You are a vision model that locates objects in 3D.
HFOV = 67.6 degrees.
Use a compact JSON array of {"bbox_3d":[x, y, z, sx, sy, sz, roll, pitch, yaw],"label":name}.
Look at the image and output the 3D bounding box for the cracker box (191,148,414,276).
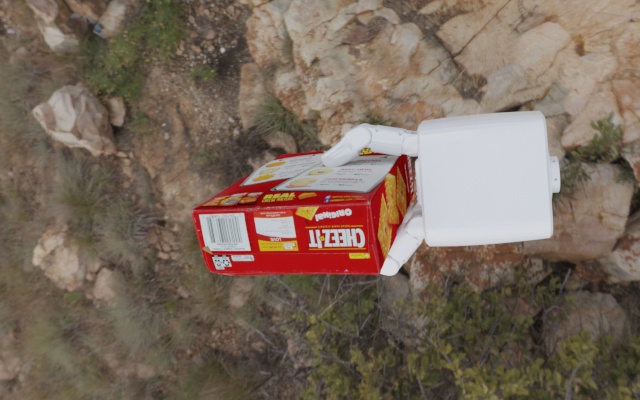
[{"bbox_3d":[0.000,0.001,0.489,0.164,0.072,0.213,-3,17,20],"label":"cracker box"}]
